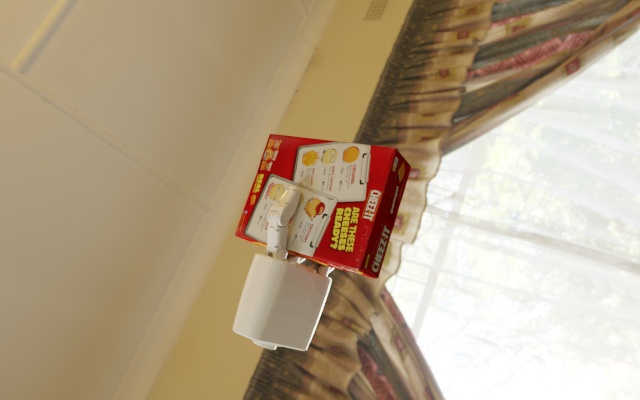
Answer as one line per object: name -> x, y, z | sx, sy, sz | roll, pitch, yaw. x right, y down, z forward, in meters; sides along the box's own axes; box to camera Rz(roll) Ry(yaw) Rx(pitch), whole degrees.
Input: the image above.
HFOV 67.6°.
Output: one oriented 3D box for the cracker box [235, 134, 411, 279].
cracker box -> 0.000, 0.002, 0.668 | 0.213, 0.164, 0.072 | 11, -12, 34
